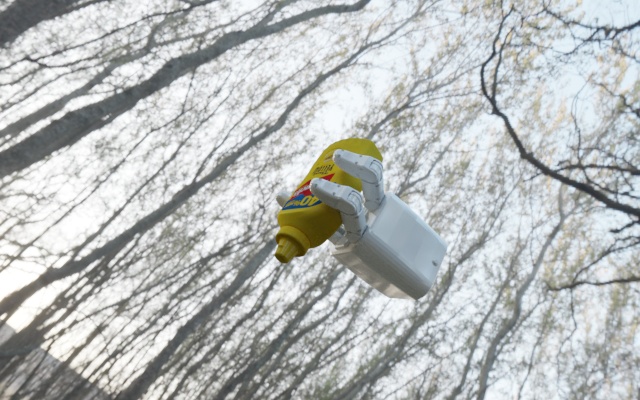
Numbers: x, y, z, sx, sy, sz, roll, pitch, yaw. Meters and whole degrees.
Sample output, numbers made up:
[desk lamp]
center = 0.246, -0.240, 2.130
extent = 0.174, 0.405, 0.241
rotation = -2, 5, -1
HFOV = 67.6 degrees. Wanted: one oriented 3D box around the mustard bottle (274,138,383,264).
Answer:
[mustard bottle]
center = 0.000, 0.002, 0.590
extent = 0.096, 0.058, 0.191
rotation = -6, 38, 43
